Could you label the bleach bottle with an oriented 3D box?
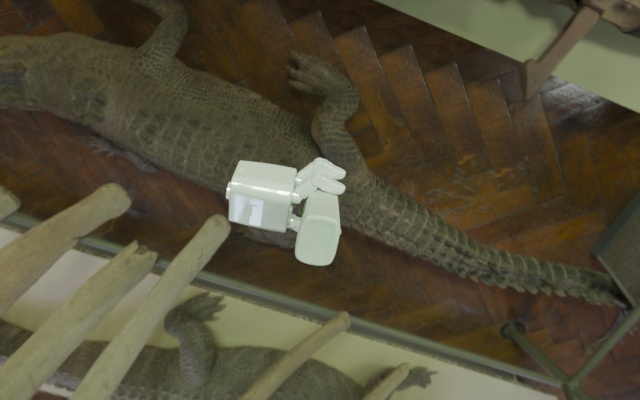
[{"bbox_3d":[0.000,0.003,0.873,0.068,0.103,0.250,10,30,-4],"label":"bleach bottle"}]
